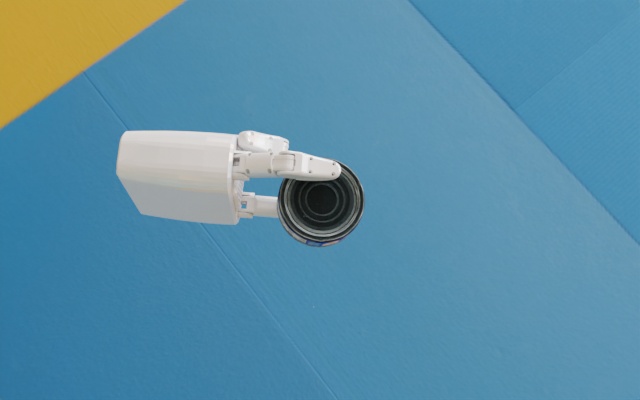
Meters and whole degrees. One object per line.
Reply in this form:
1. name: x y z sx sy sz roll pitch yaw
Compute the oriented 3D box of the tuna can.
1. tuna can: 0.000 0.001 0.470 0.086 0.086 0.034 0 -12 -7
